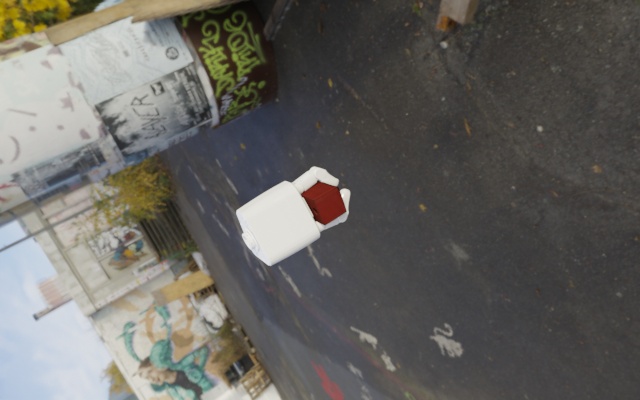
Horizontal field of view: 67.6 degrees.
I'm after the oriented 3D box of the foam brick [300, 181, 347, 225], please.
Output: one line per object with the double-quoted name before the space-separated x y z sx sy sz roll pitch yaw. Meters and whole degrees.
"foam brick" 0.000 0.003 0.847 0.051 0.053 0.078 -31 24 -21
